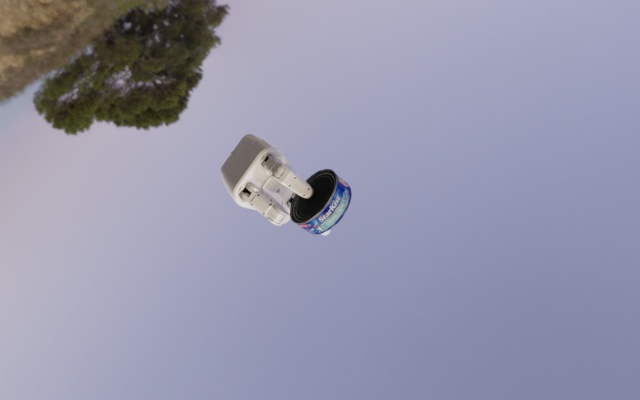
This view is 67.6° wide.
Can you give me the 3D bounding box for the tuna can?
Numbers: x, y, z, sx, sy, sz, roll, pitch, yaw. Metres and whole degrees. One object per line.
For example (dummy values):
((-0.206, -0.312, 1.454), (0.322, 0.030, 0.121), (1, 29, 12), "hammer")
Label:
((0.001, 0.002, 0.638), (0.034, 0.086, 0.086), (38, -21, -30), "tuna can")
